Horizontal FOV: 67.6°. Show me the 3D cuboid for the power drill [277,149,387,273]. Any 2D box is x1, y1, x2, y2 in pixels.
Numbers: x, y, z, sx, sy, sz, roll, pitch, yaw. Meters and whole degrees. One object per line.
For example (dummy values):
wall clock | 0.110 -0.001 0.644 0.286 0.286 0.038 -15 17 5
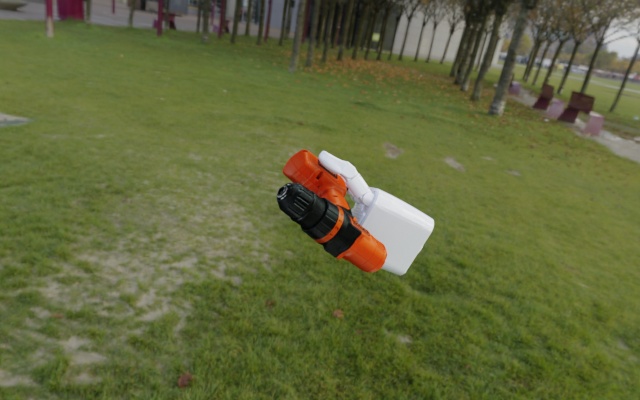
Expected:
power drill | 0.000 0.002 0.663 0.184 0.057 0.187 39 16 -31
